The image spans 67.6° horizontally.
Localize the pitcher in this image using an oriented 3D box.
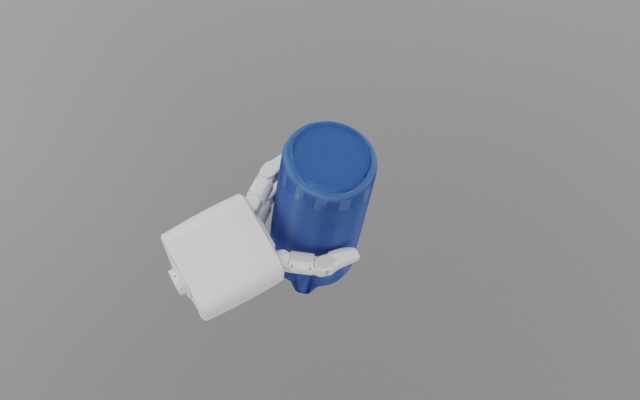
[{"bbox_3d":[0.000,0.002,0.629,0.145,0.149,0.243,-27,-24,-21],"label":"pitcher"}]
